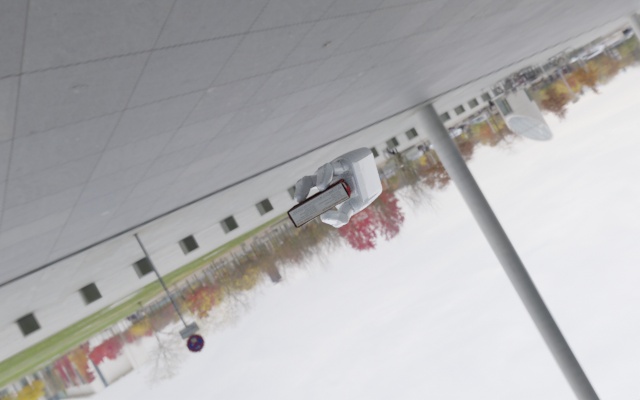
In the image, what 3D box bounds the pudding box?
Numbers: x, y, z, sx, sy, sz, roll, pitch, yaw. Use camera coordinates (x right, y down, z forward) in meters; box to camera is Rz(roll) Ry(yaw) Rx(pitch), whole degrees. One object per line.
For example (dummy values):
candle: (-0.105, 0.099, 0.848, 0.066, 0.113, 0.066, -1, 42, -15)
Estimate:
pudding box: (0.000, 0.003, 0.864, 0.113, 0.039, 0.090, -32, 2, 7)
